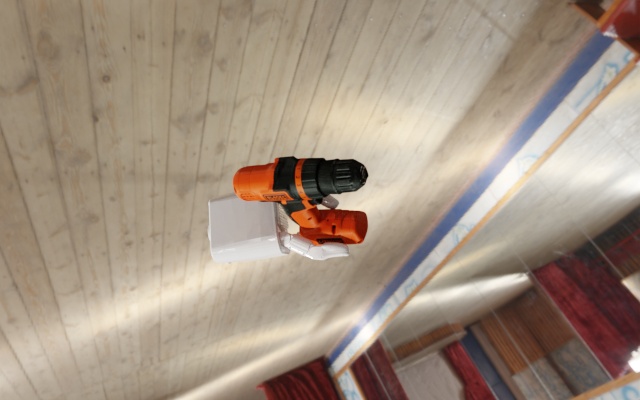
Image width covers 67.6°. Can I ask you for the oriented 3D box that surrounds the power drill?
[{"bbox_3d":[0.000,0.002,0.655,0.184,0.057,0.188,-1,-28,27],"label":"power drill"}]
